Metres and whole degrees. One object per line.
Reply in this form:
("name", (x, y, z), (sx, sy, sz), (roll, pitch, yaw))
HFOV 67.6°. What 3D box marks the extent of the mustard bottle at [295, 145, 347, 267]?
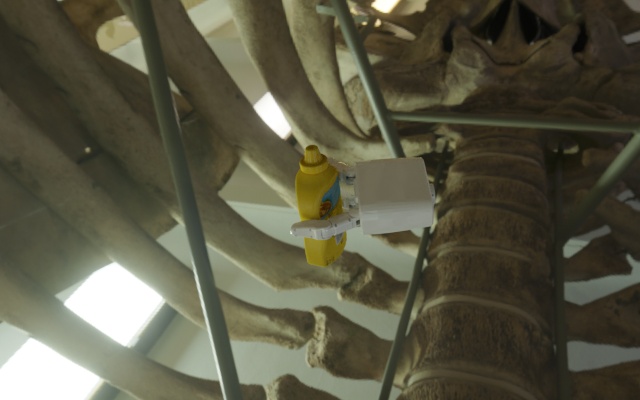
("mustard bottle", (0.000, 0.003, 0.729), (0.058, 0.192, 0.096), (9, 39, 24))
